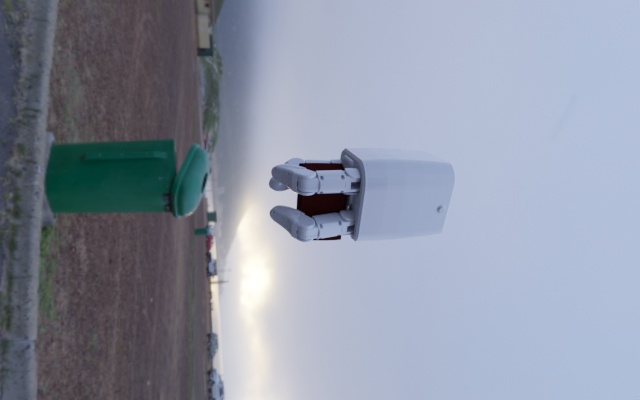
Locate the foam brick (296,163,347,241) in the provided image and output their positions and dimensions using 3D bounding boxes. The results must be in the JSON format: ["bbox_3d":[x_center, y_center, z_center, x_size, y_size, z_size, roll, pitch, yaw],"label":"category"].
[{"bbox_3d":[0.000,0.002,0.558,0.051,0.078,0.053,0,34,-8],"label":"foam brick"}]
